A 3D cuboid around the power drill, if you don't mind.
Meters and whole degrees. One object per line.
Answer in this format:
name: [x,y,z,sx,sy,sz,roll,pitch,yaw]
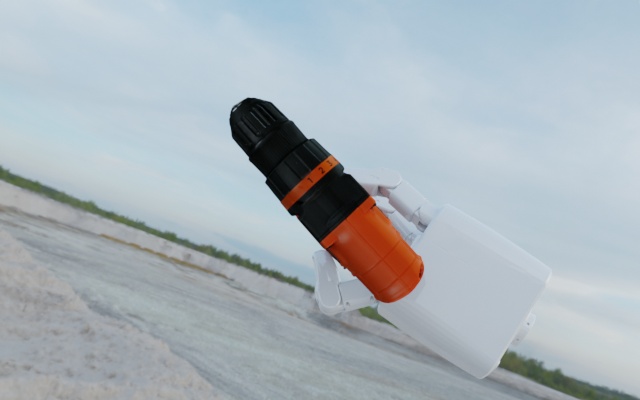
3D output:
power drill: [0.000,0.002,0.416,0.057,0.184,0.187,-41,-1,-1]
